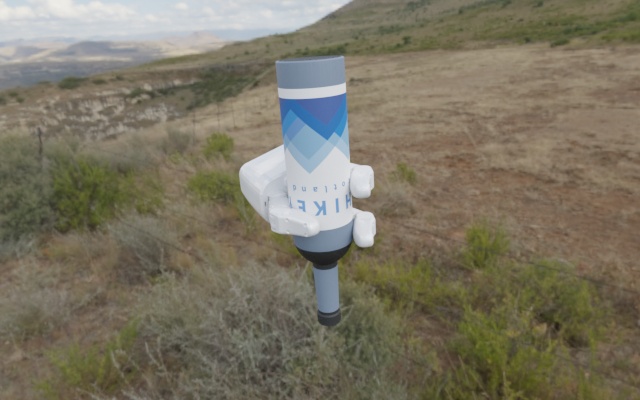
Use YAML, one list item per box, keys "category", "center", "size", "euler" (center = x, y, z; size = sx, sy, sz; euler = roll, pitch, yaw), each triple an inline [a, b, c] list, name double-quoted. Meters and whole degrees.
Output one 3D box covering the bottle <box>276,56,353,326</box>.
- category: "bottle"
  center: [0.000, 0.001, 0.509]
  size: [0.069, 0.296, 0.069]
  euler: [-4, 20, 1]
